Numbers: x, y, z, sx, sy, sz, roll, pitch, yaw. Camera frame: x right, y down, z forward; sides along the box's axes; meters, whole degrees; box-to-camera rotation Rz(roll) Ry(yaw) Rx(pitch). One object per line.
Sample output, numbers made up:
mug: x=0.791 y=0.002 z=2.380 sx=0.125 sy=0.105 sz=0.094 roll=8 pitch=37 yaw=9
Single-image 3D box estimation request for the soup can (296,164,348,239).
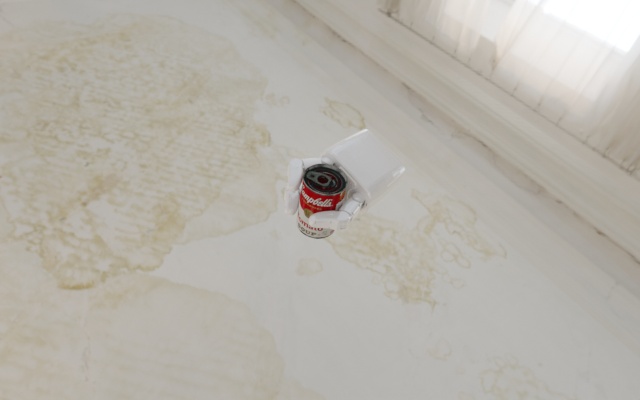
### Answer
soup can: x=0.000 y=0.003 z=0.744 sx=0.068 sy=0.068 sz=0.102 roll=0 pitch=-44 yaw=-12
